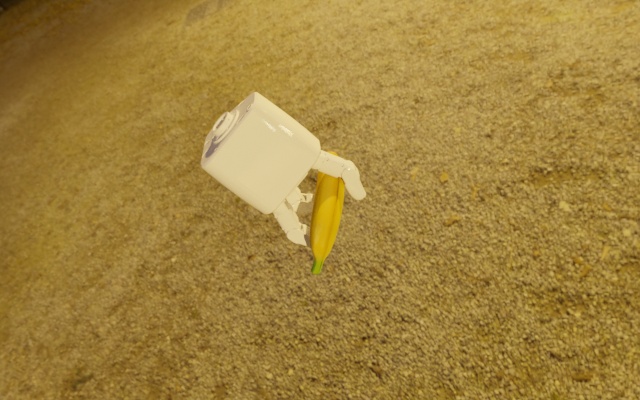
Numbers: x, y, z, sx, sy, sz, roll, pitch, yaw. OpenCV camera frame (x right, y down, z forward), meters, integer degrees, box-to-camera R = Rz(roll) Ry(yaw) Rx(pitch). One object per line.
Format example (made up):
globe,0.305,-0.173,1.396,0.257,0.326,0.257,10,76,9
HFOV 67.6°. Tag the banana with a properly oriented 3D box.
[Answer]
banana,0.007,-0.004,0.644,0.037,0.197,0.070,20,-35,-15
